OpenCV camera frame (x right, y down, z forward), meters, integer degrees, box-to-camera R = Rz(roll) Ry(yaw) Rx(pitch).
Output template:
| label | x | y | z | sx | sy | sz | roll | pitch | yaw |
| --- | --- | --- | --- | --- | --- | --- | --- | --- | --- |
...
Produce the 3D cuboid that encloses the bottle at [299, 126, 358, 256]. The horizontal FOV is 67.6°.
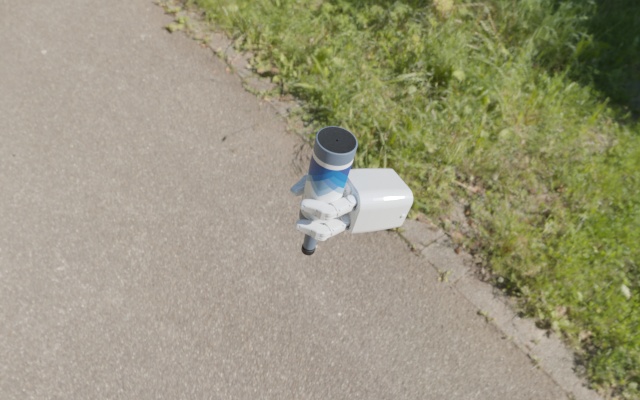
| label | x | y | z | sx | sy | sz | roll | pitch | yaw |
| --- | --- | --- | --- | --- | --- | --- | --- | --- | --- |
| bottle | 0.000 | 0.003 | 0.848 | 0.069 | 0.069 | 0.296 | 0 | -41 | -13 |
